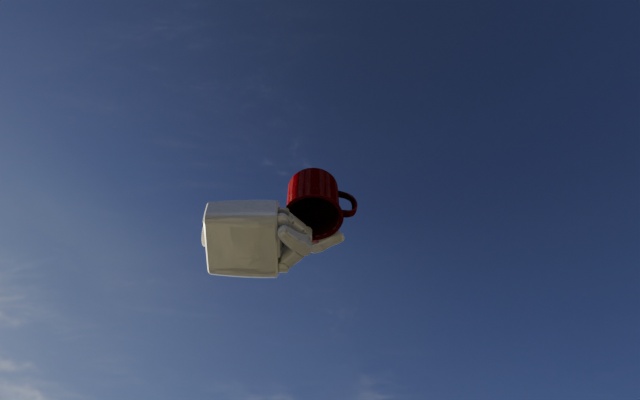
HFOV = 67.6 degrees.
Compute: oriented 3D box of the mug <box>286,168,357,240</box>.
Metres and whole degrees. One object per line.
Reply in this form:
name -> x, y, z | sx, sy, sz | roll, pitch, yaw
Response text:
mug -> 0.002, 0.002, 0.756 | 0.117, 0.093, 0.081 | 2, 39, -3
